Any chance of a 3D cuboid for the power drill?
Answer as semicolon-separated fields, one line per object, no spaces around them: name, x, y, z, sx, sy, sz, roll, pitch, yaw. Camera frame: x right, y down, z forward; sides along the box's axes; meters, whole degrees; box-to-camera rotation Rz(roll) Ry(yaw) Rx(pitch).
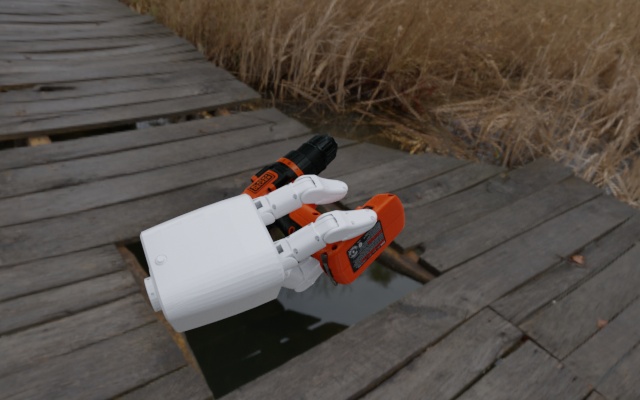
power drill;0.000;0.002;0.544;0.187;0.057;0.184;25;60;42
